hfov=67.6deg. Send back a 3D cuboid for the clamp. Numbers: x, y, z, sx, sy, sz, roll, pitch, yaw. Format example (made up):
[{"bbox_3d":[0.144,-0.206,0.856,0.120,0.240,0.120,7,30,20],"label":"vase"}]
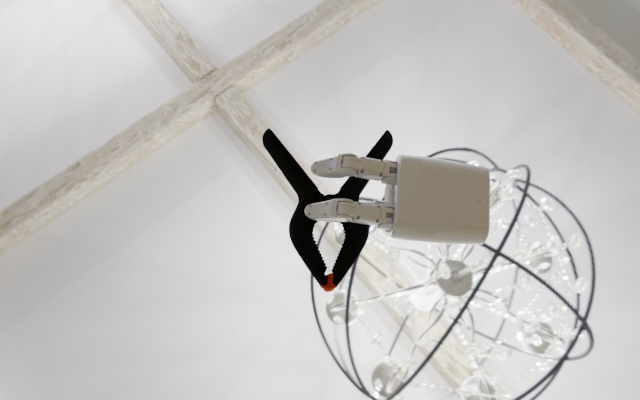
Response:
[{"bbox_3d":[0.000,0.003,0.579,0.164,0.210,0.036,7,-18,1],"label":"clamp"}]
